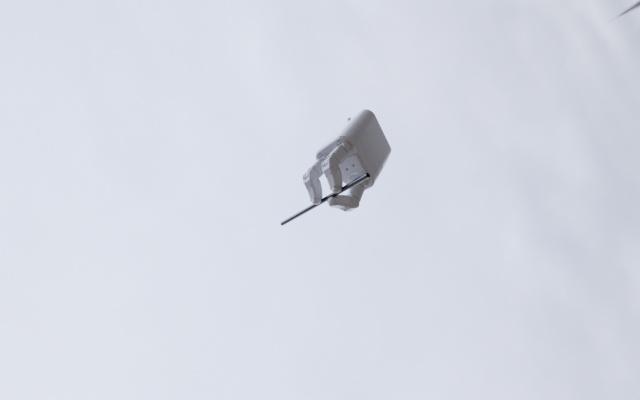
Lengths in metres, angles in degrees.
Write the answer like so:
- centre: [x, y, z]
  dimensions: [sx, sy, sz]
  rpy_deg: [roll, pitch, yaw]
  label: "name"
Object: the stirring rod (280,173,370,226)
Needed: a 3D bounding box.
- centre: [0.000, 0.003, 0.817]
  dimensions: [0.011, 0.011, 0.239]
  rpy_deg: [0, -20, -40]
  label: "stirring rod"
